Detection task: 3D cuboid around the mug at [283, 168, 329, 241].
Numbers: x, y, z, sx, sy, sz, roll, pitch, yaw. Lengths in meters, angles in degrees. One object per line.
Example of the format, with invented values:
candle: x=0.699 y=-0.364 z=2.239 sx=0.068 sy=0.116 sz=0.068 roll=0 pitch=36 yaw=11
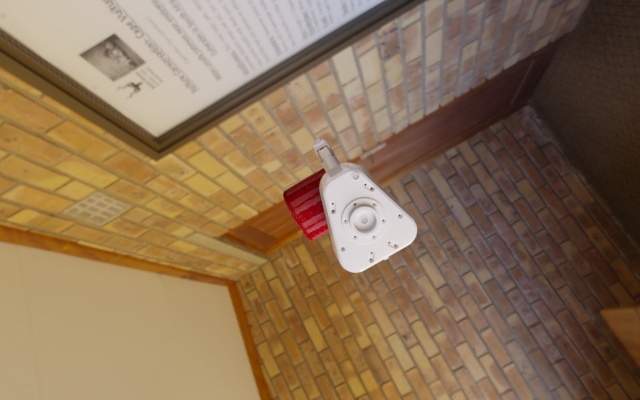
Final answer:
mug: x=0.000 y=0.002 z=0.686 sx=0.081 sy=0.093 sz=0.117 roll=-30 pitch=6 yaw=2
